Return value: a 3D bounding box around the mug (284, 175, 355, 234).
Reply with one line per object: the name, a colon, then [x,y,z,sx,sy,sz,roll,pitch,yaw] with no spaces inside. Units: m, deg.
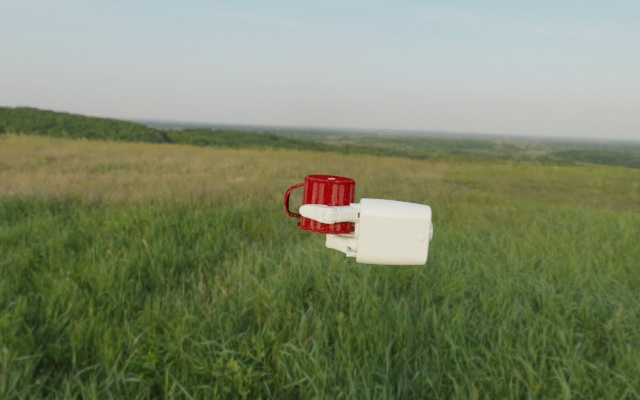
mug: [-0.001,0.002,0.758,0.117,0.081,0.093,5,9,2]
